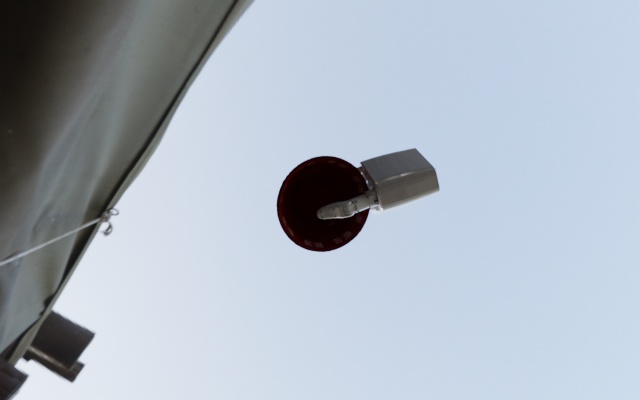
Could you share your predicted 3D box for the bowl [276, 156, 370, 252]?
[{"bbox_3d":[-0.001,0.003,0.807,0.162,0.162,0.055,0,11,-17],"label":"bowl"}]
